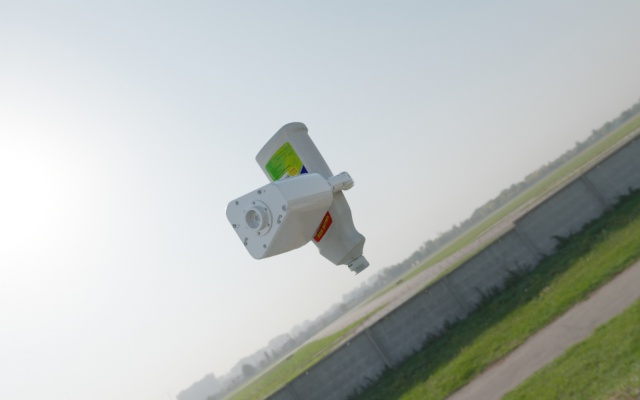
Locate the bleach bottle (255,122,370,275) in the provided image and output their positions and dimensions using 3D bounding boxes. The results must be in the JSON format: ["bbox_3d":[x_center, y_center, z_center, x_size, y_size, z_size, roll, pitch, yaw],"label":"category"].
[{"bbox_3d":[0.000,0.002,0.758,0.102,0.250,0.068,-42,-14,30],"label":"bleach bottle"}]
